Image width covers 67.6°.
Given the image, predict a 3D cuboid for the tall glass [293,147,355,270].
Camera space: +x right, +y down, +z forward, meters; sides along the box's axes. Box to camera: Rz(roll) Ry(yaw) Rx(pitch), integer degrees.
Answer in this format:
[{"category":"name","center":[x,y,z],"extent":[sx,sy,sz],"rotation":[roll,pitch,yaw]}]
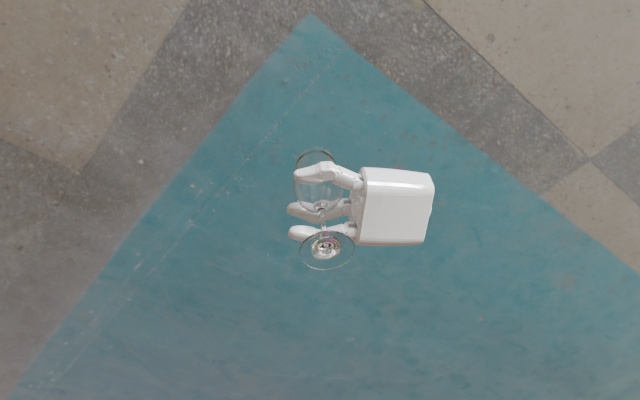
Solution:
[{"category":"tall glass","center":[0.000,0.003,0.705],"extent":[0.079,0.079,0.200],"rotation":[0,41,-7]}]
